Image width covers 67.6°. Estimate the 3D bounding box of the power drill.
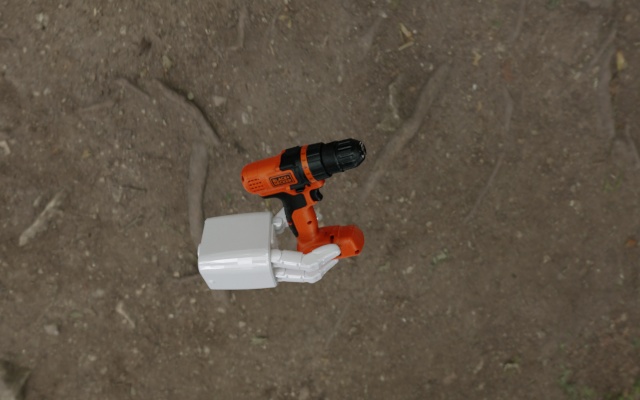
[{"bbox_3d":[0.000,0.003,0.697,0.184,0.188,0.057,-11,34,22],"label":"power drill"}]
